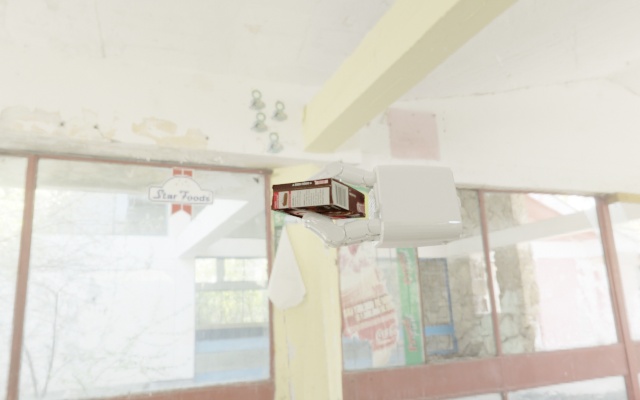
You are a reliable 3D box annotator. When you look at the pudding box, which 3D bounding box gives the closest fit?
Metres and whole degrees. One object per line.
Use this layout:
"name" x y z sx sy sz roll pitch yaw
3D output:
"pudding box" 0.000 0.002 0.642 0.090 0.039 0.113 -6 -15 26
